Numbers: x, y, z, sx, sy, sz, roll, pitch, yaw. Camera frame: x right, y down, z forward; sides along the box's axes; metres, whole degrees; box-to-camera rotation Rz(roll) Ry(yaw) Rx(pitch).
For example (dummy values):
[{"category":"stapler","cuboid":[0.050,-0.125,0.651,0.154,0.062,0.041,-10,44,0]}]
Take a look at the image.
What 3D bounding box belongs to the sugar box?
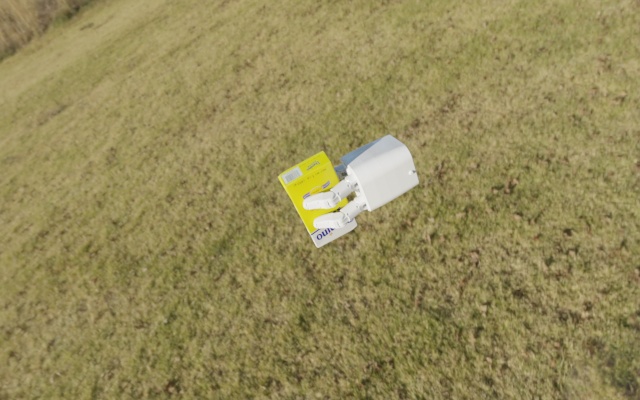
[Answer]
[{"category":"sugar box","cuboid":[0.000,0.003,0.877,0.093,0.176,0.048,-29,40,-2]}]
